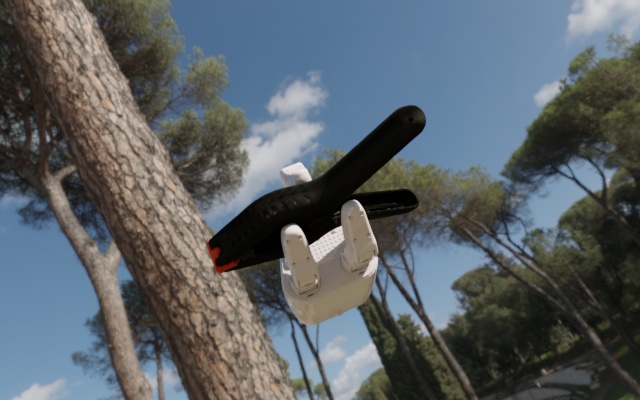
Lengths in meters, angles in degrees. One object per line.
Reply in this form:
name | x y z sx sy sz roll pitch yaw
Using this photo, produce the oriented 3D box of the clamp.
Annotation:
clamp | -0.001 0.001 0.412 0.210 0.036 0.165 -22 -27 -8
